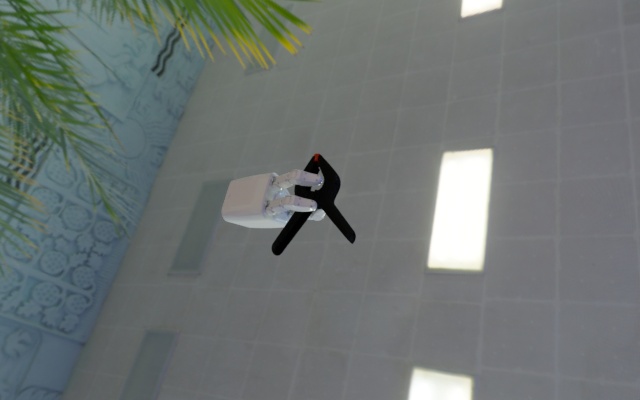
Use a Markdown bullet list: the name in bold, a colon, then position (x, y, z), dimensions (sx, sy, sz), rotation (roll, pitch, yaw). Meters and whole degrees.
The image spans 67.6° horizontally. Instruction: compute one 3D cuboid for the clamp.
- **clamp**: position (0.000, 0.003, 0.887), dimensions (0.164, 0.210, 0.036), rotation (-4, -32, 28)
